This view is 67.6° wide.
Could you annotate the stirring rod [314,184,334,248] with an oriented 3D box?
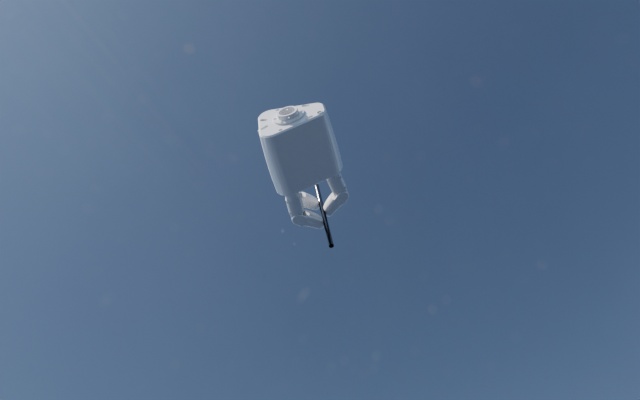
[{"bbox_3d":[0.000,0.003,0.831,0.011,0.011,0.239,0,34,-10],"label":"stirring rod"}]
